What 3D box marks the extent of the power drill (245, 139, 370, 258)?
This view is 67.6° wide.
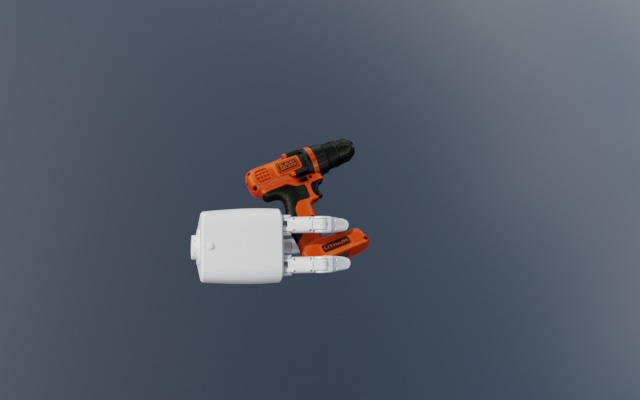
[{"bbox_3d":[0.000,0.003,0.734,0.184,0.187,0.057,-23,-22,-13],"label":"power drill"}]
